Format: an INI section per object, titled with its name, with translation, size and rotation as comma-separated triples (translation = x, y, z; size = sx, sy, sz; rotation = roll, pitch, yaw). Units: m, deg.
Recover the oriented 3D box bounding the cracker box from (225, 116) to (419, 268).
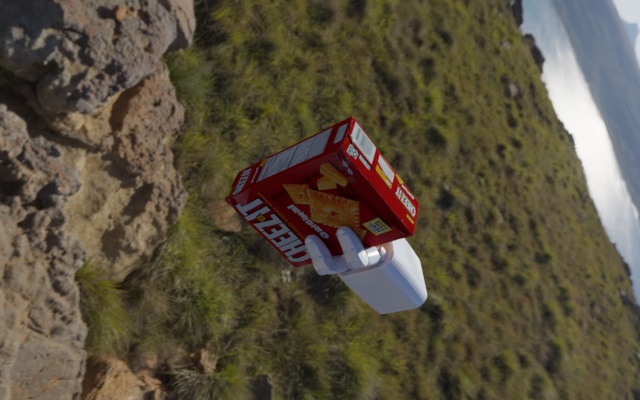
[cracker box]
translation = 0.000, 0.002, 0.656
size = 0.214, 0.072, 0.164
rotation = -21, -57, 36
